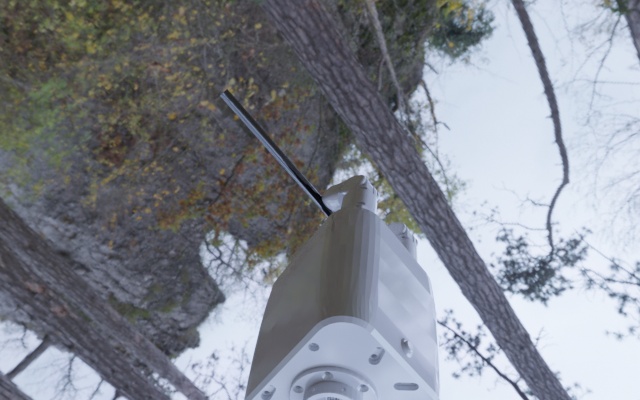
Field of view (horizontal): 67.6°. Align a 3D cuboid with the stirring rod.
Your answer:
[{"bbox_3d":[0.000,0.001,0.410,0.011,0.239,0.011,-36,19,15],"label":"stirring rod"}]
